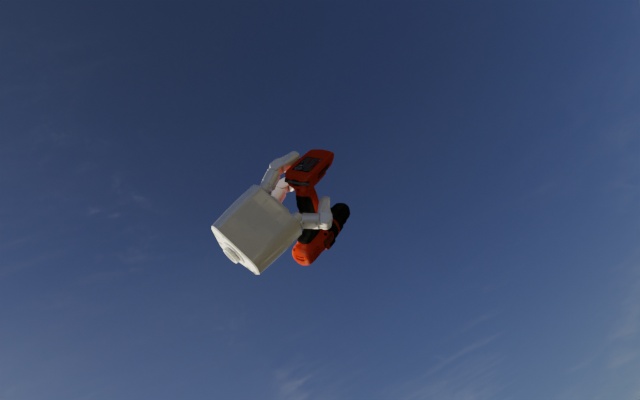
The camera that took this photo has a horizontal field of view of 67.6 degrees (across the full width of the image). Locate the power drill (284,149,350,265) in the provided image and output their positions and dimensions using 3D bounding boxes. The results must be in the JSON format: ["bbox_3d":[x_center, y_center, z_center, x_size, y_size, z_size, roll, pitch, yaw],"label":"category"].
[{"bbox_3d":[0.000,0.003,0.898,0.057,0.188,0.184,8,35,27],"label":"power drill"}]
